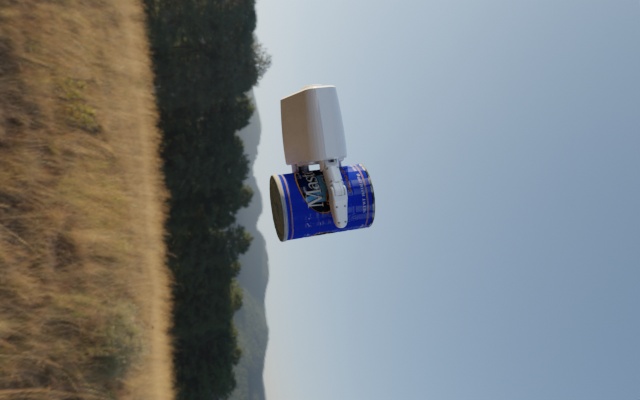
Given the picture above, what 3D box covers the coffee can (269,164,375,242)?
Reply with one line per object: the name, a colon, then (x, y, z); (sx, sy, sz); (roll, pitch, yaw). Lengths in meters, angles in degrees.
coffee can: (0.000, 0.003, 0.734); (0.140, 0.103, 0.103); (-8, 2, -14)
